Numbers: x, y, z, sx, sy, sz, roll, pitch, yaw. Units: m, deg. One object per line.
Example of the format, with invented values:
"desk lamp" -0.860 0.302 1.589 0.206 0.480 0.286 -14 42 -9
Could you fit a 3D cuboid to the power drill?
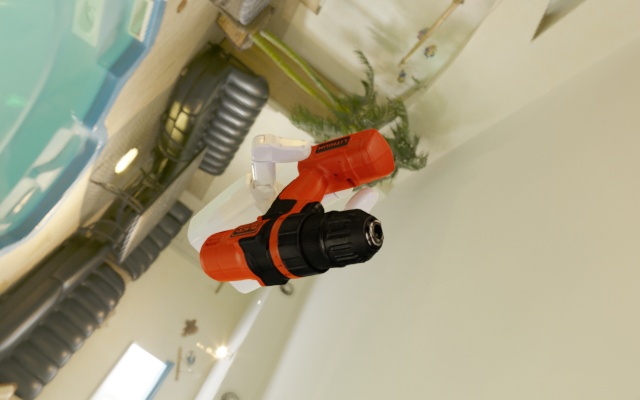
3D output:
"power drill" 0.000 0.001 0.436 0.184 0.057 0.187 -11 25 37
